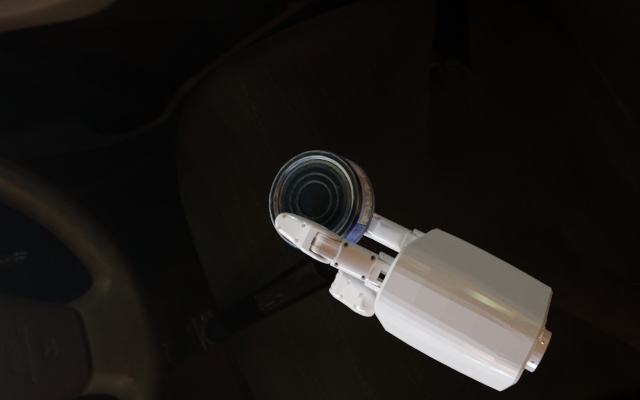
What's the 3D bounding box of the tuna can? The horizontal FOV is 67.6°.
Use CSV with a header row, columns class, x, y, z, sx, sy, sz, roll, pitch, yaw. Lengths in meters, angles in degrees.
class,x,y,z,sx,sy,sz,roll,pitch,yaw
tuna can,0.000,0.001,0.403,0.086,0.086,0.034,0,-7,26
